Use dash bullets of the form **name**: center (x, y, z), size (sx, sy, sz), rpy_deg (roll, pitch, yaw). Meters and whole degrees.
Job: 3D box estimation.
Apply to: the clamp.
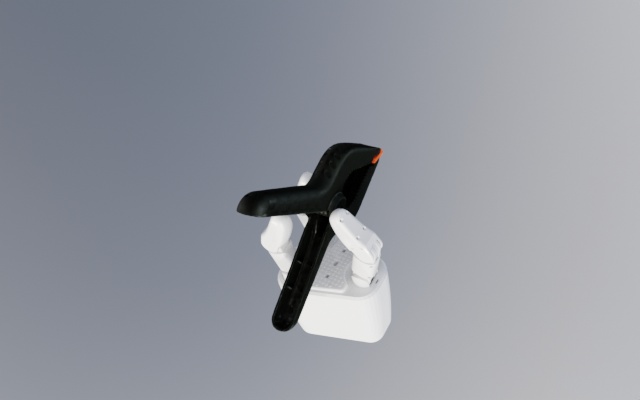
- **clamp**: center (0.001, 0.002, 0.454), size (0.036, 0.210, 0.165), rpy_deg (19, -35, 26)
